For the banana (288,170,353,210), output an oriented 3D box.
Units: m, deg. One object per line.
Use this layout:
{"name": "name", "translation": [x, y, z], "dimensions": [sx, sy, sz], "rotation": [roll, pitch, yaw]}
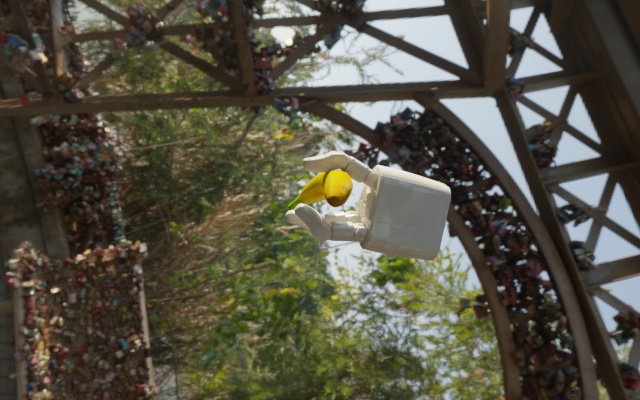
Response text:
{"name": "banana", "translation": [0.009, -0.013, 0.646], "dimensions": [0.037, 0.069, 0.198], "rotation": [37, -14, -11]}
